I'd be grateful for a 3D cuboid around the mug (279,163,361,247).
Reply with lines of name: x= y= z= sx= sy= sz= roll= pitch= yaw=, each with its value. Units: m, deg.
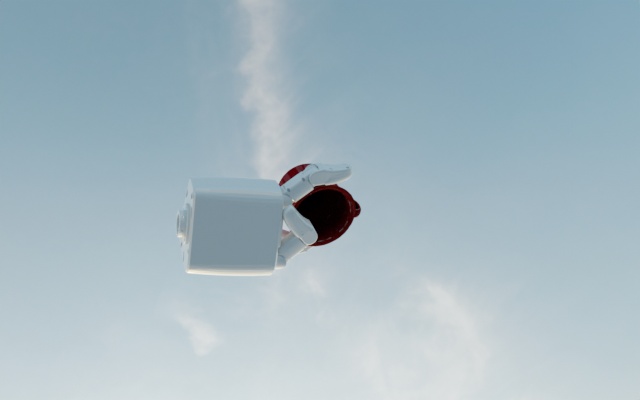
mug: x=0.001 y=0.002 z=0.654 sx=0.117 sy=0.093 sz=0.081 roll=3 pitch=29 yaw=-25
